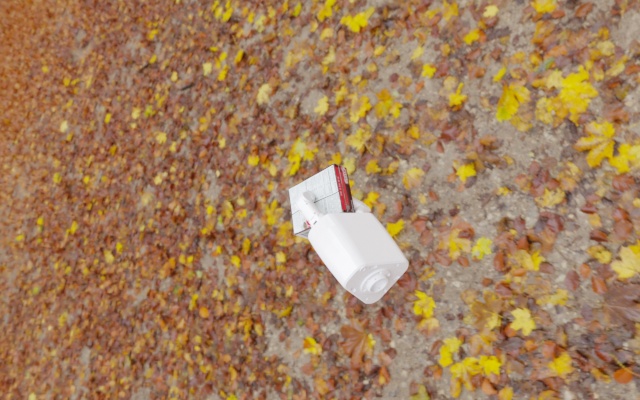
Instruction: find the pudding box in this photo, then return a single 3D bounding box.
[{"bbox_3d":[0.000,0.003,0.793,0.113,0.090,0.039,-26,-30,34],"label":"pudding box"}]
